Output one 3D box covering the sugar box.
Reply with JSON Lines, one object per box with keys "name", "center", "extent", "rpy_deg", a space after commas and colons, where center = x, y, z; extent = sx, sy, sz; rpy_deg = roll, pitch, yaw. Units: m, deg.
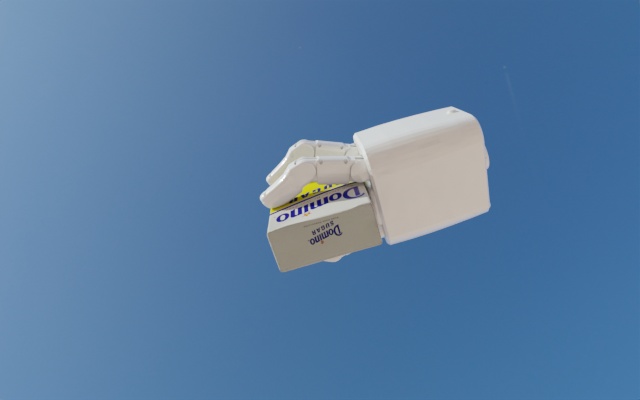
{"name": "sugar box", "center": [0.000, 0.001, 0.476], "extent": [0.093, 0.048, 0.176], "rpy_deg": [-16, 18, 3]}
